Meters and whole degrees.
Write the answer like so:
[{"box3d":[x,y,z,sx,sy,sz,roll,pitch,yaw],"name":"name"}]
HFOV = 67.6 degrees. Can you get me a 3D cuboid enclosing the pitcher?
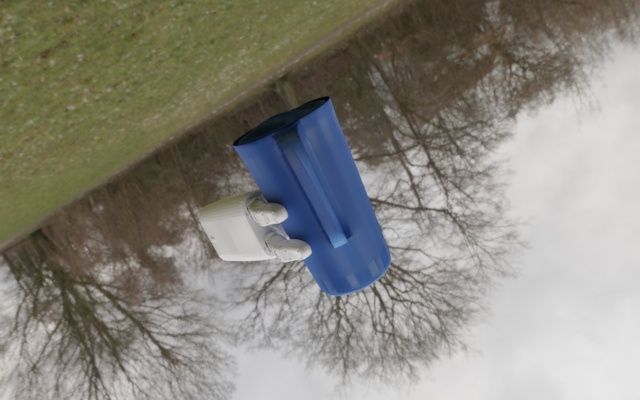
[{"box3d":[0.000,0.002,0.611,0.145,0.243,0.149,-11,23,42],"name":"pitcher"}]
